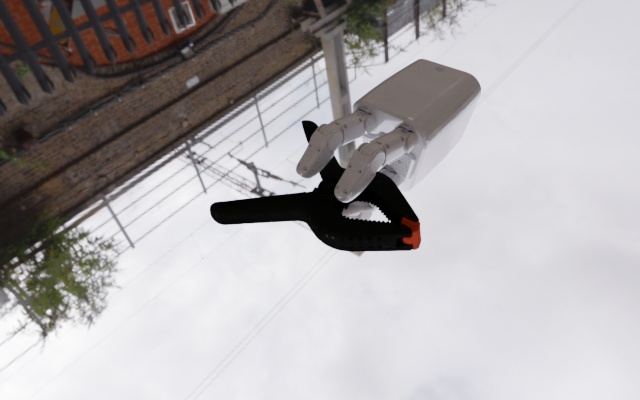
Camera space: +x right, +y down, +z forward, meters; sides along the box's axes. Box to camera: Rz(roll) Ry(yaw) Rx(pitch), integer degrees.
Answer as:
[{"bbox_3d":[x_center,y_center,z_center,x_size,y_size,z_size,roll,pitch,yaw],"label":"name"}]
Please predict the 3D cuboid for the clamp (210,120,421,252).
[{"bbox_3d":[0.001,0.002,0.476,0.164,0.036,0.210,-42,51,-21],"label":"clamp"}]
